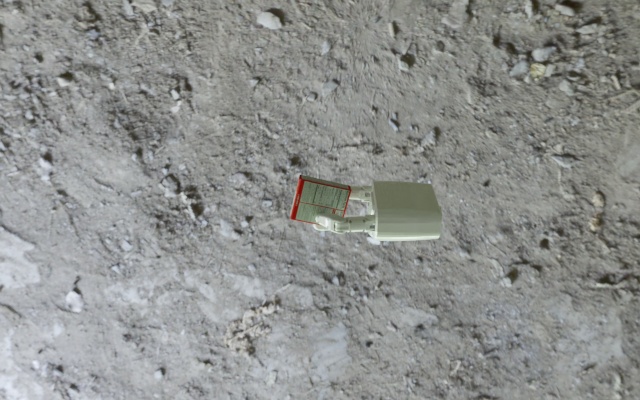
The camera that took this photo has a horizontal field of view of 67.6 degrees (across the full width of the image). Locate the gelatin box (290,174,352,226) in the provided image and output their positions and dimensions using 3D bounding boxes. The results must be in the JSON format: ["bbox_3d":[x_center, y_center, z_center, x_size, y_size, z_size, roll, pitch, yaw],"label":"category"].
[{"bbox_3d":[0.000,0.003,0.796,0.089,0.073,0.030,11,19,-9],"label":"gelatin box"}]
